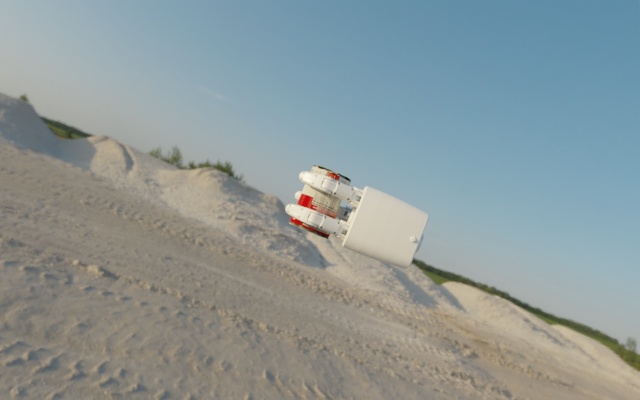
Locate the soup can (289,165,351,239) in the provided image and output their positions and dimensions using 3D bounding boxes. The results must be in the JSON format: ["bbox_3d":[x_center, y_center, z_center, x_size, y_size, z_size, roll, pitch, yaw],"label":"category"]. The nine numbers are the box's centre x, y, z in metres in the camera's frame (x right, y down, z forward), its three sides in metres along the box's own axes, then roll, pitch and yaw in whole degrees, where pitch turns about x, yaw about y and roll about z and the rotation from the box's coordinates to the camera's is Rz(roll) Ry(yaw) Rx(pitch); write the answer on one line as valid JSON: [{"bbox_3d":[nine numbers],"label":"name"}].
[{"bbox_3d":[0.000,0.002,0.765,0.068,0.102,0.068,22,-3,1],"label":"soup can"}]
